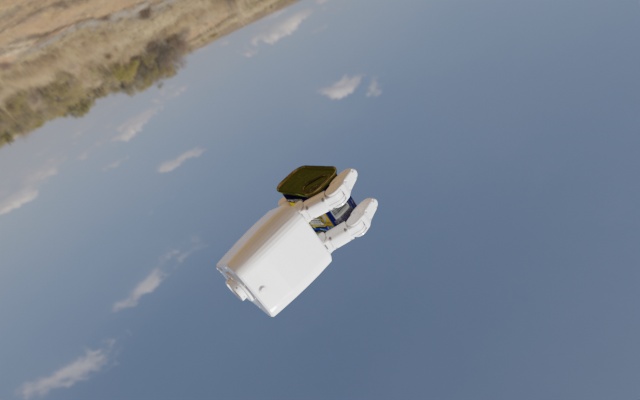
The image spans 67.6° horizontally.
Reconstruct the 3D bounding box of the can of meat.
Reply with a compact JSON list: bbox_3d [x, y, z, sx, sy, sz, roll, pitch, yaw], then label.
[{"bbox_3d":[0.000,0.002,0.656,0.057,0.084,0.102,-45,27,-23],"label":"can of meat"}]
